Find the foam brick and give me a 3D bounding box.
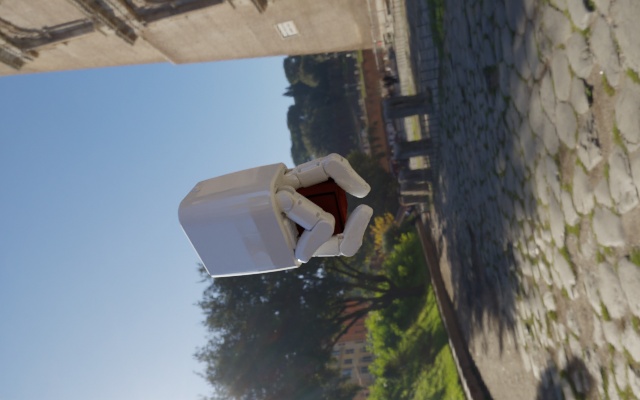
[{"bbox_3d":[0.000,0.002,0.546,0.051,0.053,0.078,-10,22,10],"label":"foam brick"}]
